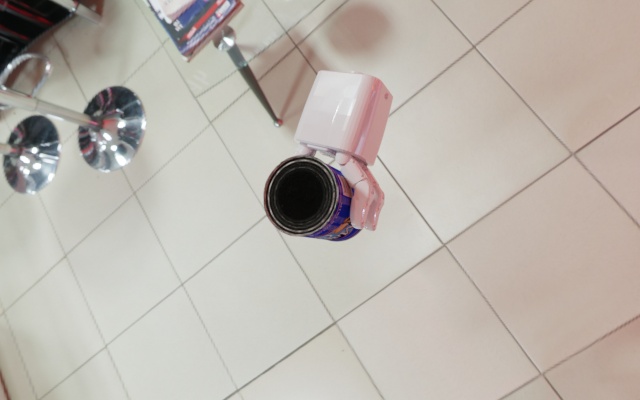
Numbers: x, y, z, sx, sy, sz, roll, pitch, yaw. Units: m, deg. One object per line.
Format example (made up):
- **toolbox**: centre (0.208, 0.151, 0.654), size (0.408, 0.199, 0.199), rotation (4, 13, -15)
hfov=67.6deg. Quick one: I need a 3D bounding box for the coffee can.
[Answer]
- **coffee can**: centre (0.000, 0.002, 0.651), size (0.103, 0.103, 0.140), rotation (0, -7, 22)
